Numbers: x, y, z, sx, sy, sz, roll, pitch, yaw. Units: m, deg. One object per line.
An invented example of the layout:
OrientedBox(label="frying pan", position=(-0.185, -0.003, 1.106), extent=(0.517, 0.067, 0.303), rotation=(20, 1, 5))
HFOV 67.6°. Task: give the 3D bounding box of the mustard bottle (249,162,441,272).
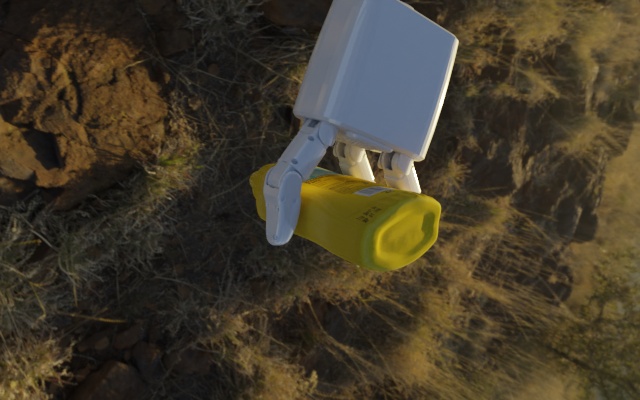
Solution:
OrientedBox(label="mustard bottle", position=(0.000, 0.002, 0.419), extent=(0.096, 0.058, 0.191), rotation=(-15, 25, -41))
